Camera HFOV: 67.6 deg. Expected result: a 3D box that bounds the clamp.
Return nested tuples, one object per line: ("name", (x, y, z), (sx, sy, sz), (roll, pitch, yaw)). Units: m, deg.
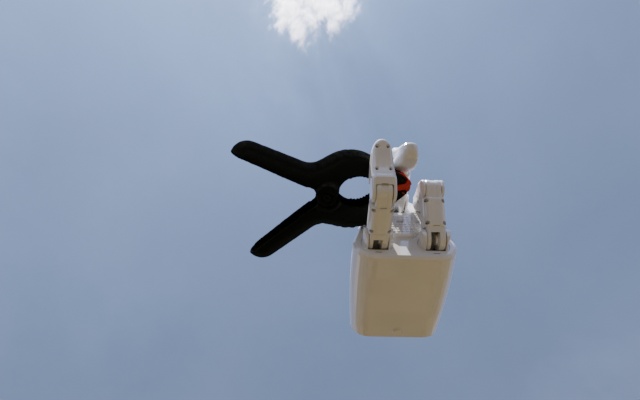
("clamp", (0.000, 0.001, 0.470), (0.171, 0.120, 0.039), (2, 28, -2))
